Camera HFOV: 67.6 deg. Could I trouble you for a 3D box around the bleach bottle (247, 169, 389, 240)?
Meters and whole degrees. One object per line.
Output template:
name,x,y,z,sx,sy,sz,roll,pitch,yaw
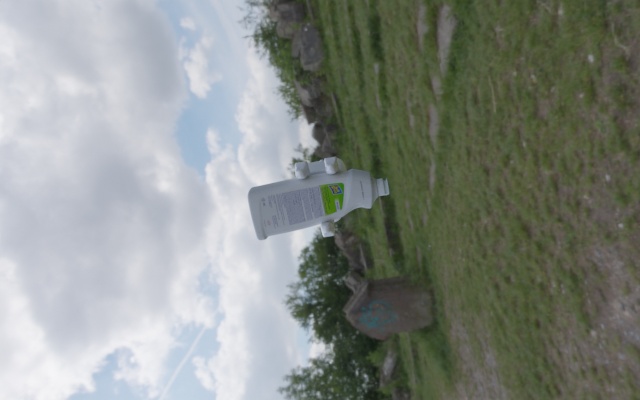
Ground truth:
bleach bottle,0.000,0.003,0.873,0.251,0.102,0.068,-9,17,6
